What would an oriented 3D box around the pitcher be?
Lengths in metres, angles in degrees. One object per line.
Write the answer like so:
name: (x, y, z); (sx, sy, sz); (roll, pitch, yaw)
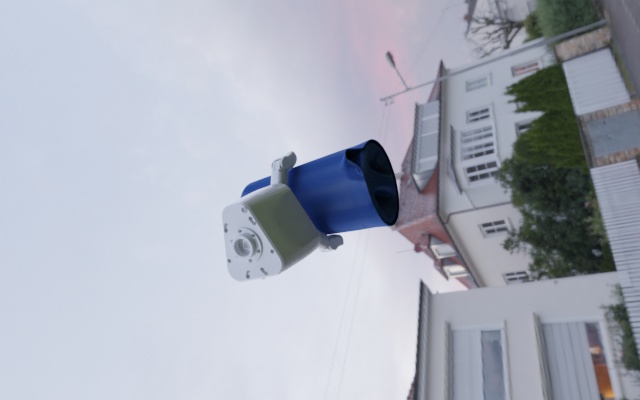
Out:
pitcher: (0.000, 0.003, 0.772); (0.243, 0.149, 0.145); (-14, 9, 28)
